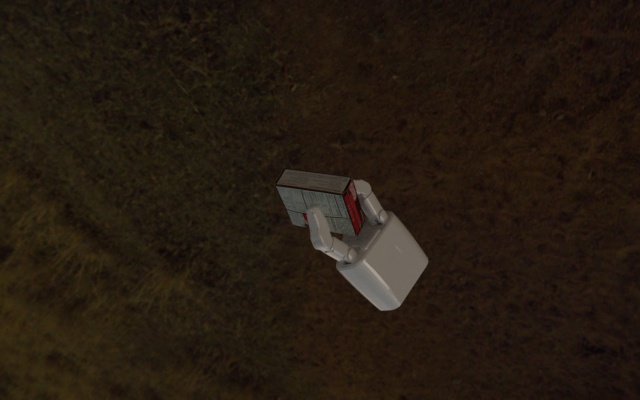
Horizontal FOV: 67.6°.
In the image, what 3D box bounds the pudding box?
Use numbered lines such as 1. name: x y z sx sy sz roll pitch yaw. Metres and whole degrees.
1. pudding box: 0.000 0.002 0.678 0.113 0.039 0.090 8 -40 27
